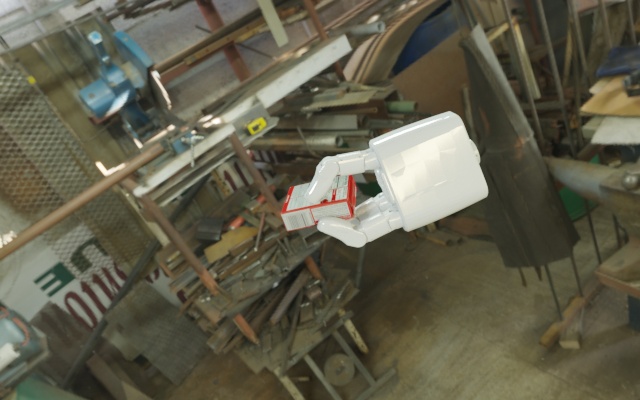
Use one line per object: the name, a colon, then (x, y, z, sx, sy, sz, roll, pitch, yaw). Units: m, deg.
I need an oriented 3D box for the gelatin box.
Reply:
gelatin box: (0.000, 0.002, 0.605, 0.089, 0.030, 0.073, -12, 26, 12)
